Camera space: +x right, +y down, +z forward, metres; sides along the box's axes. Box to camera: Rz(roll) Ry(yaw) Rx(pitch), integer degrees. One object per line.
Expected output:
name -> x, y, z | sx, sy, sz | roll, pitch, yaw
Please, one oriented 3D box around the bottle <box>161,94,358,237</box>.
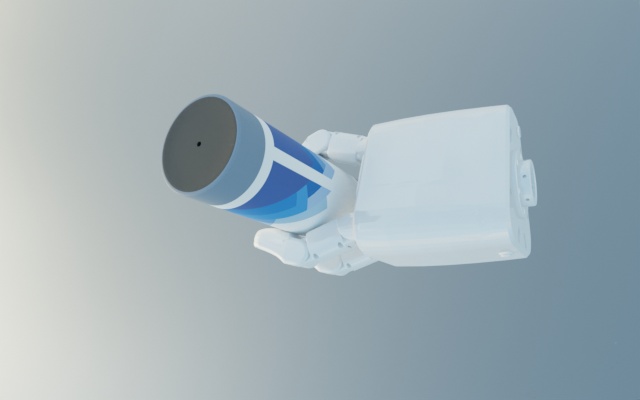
bottle -> 0.000, 0.001, 0.413 | 0.069, 0.069, 0.296 | 0, -14, 32
